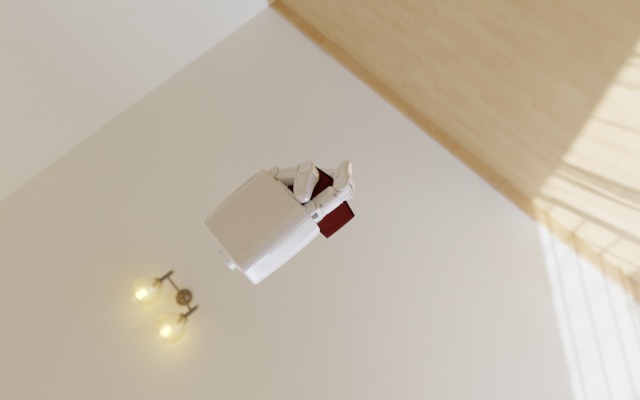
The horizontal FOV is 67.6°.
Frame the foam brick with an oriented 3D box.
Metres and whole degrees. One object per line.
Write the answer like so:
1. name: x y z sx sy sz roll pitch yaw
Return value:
1. foam brick: 0.000 0.002 0.643 0.053 0.051 0.078 38 -15 48
